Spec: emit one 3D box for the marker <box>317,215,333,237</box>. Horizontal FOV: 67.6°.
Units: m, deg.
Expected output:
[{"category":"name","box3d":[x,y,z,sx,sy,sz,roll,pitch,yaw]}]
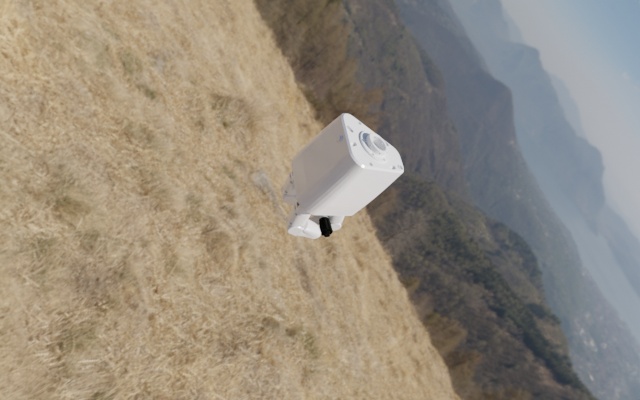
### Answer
[{"category":"marker","box3d":[0.000,0.002,0.725,0.020,0.121,0.020,-7,-35,-5]}]
